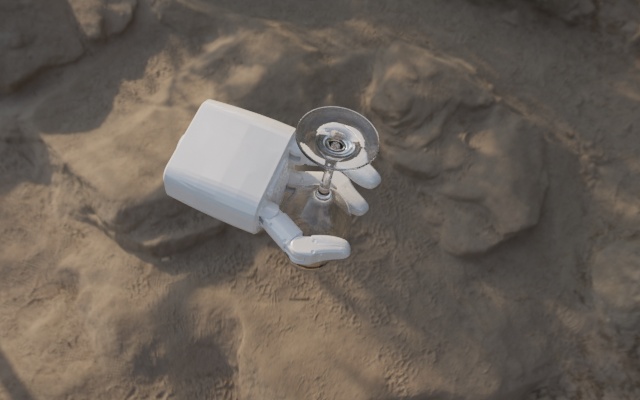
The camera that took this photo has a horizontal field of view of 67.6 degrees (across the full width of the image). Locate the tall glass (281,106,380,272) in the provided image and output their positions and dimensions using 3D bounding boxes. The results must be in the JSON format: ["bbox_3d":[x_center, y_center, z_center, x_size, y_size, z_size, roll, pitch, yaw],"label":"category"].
[{"bbox_3d":[0.000,0.001,0.491,0.079,0.079,0.201,0,-35,-10],"label":"tall glass"}]
